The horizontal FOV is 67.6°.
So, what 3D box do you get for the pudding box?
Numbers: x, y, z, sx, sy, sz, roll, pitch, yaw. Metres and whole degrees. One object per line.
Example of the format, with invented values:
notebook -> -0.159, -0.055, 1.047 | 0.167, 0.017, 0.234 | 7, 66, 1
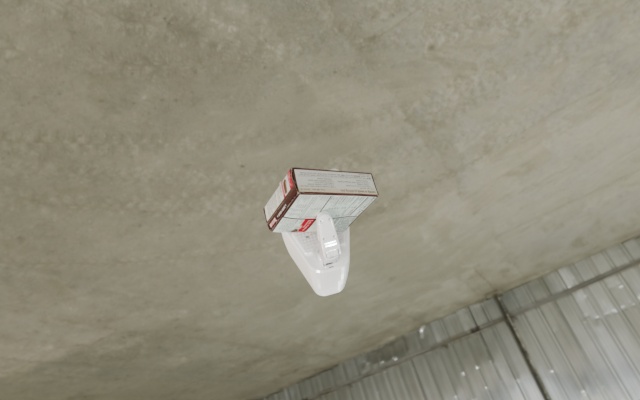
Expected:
pudding box -> 0.000, 0.002, 0.577 | 0.113, 0.039, 0.090 | 0, -33, -31
